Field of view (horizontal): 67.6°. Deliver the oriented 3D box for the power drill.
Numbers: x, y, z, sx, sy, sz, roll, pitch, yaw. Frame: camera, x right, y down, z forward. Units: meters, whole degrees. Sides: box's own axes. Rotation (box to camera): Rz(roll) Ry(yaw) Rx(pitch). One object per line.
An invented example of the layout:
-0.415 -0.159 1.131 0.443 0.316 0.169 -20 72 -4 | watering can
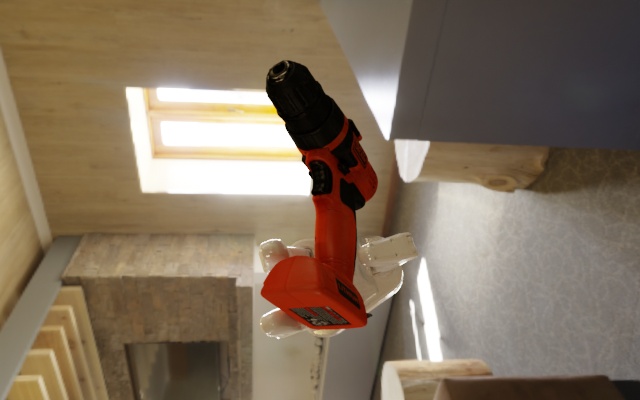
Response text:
0.000 0.002 0.404 0.057 0.187 0.184 -9 -34 26 | power drill
